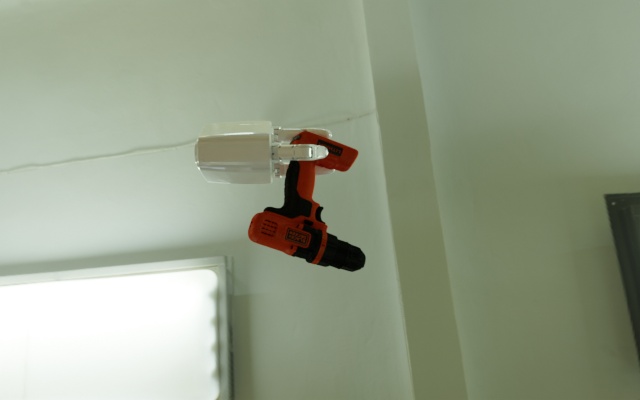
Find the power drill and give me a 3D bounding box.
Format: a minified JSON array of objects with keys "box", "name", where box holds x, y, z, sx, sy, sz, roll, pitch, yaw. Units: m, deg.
[{"box":[0.000,0.002,0.725,0.184,0.187,0.057,20,-18,-16],"name":"power drill"}]
